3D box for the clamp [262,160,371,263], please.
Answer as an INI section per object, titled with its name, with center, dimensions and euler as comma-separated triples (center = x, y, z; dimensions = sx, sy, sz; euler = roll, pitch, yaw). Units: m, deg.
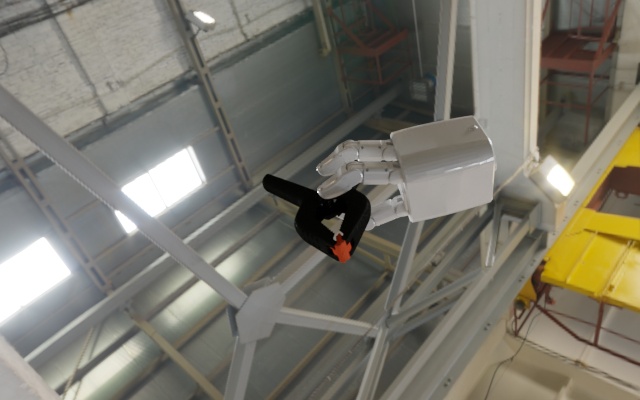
[clamp]
center = 0.001, 0.003, 0.605
dimensions = 0.164, 0.036, 0.209
euler = -15, 35, 8
